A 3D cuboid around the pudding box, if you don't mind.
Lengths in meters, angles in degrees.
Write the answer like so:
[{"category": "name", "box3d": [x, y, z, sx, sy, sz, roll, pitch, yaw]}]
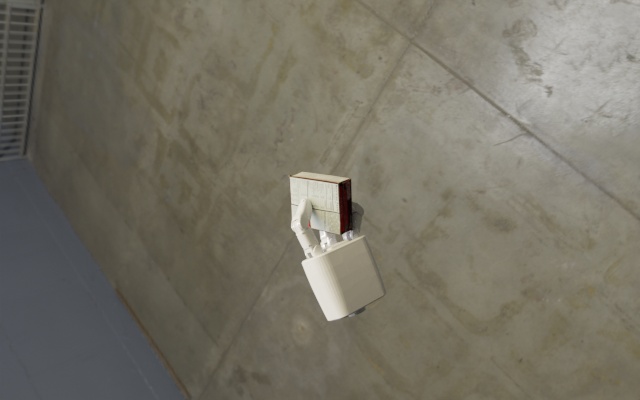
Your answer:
[{"category": "pudding box", "box3d": [0.000, 0.003, 0.800, 0.113, 0.090, 0.039, 10, 20, 37]}]
